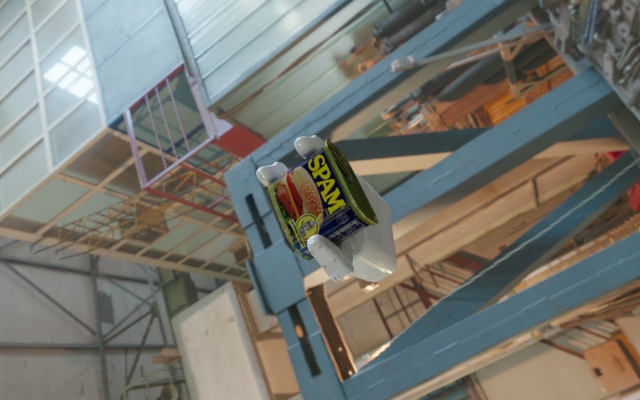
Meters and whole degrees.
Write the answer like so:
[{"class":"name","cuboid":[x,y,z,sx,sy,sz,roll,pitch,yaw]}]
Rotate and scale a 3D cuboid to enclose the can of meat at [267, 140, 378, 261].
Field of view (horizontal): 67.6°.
[{"class":"can of meat","cuboid":[0.000,0.002,0.509,0.084,0.102,0.057,-33,-30,16]}]
